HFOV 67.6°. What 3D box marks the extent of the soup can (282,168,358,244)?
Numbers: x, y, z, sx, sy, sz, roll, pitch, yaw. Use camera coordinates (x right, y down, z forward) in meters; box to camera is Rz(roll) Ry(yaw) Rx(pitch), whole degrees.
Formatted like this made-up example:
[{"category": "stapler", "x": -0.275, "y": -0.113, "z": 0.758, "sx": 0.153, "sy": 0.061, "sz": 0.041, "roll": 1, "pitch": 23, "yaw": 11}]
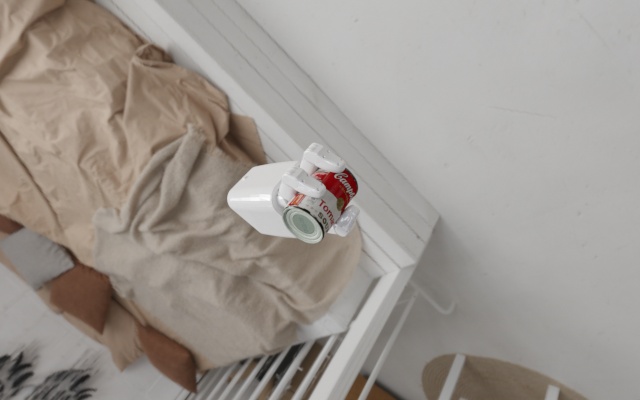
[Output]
[{"category": "soup can", "x": 0.000, "y": 0.002, "z": 0.669, "sx": 0.068, "sy": 0.068, "sz": 0.102, "roll": 0, "pitch": 39, "yaw": 40}]
